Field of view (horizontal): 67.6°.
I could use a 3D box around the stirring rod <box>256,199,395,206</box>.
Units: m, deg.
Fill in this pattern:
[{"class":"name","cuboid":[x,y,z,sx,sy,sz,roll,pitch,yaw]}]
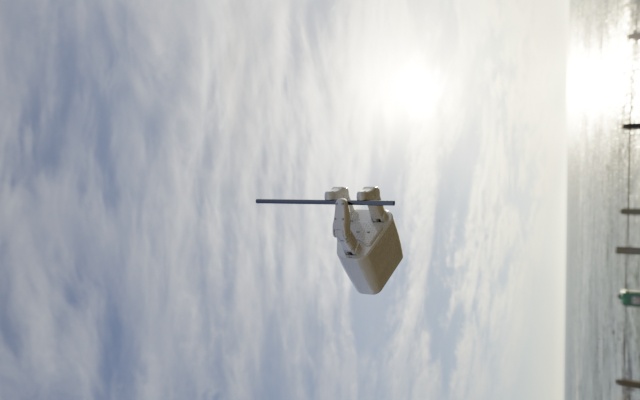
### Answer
[{"class":"stirring rod","cuboid":[0.000,0.003,0.748,0.239,0.011,0.011,1,0,27]}]
